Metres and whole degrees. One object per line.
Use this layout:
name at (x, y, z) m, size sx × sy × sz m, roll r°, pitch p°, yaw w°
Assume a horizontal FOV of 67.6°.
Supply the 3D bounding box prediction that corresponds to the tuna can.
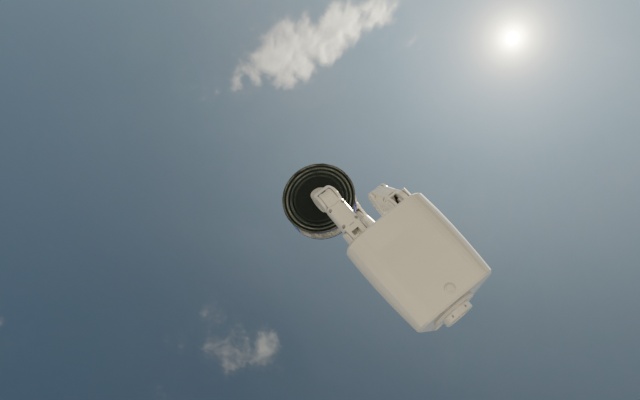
tuna can at (0.000, 0.002, 0.565) m, size 0.086 × 0.086 × 0.034 m, roll 0°, pitch -20°, yaw 10°
